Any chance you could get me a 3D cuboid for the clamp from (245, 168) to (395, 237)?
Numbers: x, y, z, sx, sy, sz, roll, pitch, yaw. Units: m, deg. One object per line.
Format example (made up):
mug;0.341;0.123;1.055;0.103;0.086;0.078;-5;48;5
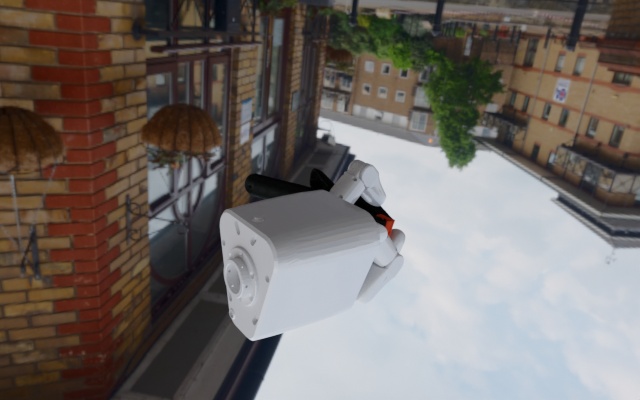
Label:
clamp;0.000;0.002;0.523;0.120;0.039;0.171;-11;26;-37
